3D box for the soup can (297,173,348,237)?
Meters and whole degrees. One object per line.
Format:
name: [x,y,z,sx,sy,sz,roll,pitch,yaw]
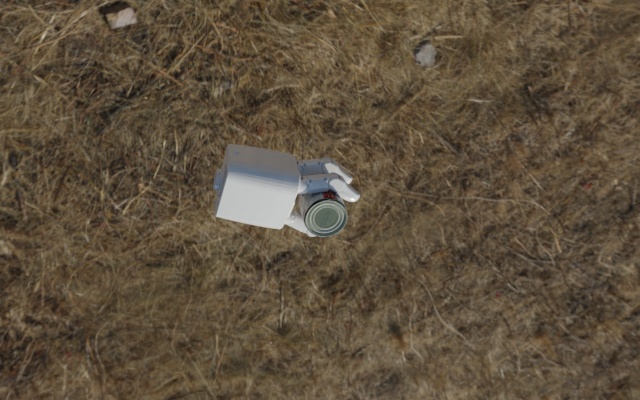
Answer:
soup can: [0.001,0.003,0.749,0.068,0.068,0.102,0,29,-11]
